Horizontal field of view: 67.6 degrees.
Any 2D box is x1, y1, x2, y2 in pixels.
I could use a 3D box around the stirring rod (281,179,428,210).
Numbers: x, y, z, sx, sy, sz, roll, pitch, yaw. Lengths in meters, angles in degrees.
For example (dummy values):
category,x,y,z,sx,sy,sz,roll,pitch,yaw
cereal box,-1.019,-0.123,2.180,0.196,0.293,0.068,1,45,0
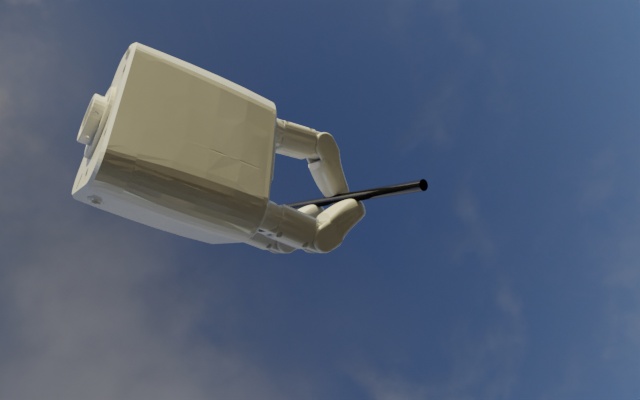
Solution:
category,x,y,z,sx,sy,sz,roll,pitch,yaw
stirring rod,0.000,0.001,0.412,0.011,0.011,0.239,0,-6,-34
